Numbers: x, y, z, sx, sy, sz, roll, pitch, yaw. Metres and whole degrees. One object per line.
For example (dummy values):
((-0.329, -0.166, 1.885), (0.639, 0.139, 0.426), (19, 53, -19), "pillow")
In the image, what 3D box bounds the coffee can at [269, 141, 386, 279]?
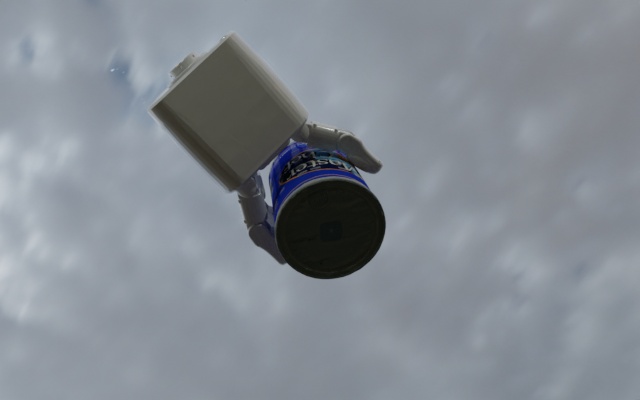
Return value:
((0.000, 0.002, 0.497), (0.103, 0.103, 0.140), (0, 23, -9), "coffee can")
